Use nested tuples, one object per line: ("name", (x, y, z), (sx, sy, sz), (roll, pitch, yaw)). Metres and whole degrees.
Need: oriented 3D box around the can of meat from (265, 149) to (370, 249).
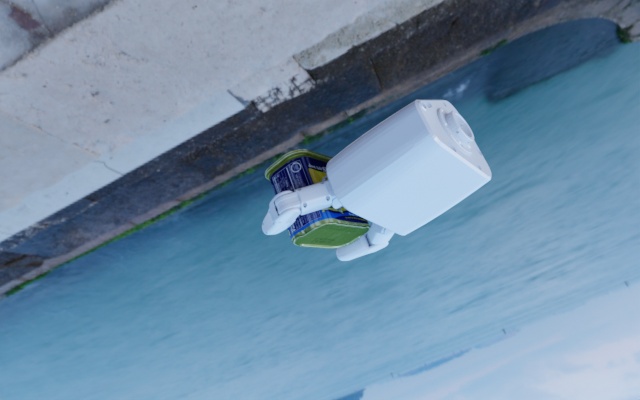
("can of meat", (0.000, 0.002, 0.504), (0.057, 0.084, 0.102), (-34, -25, 29))
